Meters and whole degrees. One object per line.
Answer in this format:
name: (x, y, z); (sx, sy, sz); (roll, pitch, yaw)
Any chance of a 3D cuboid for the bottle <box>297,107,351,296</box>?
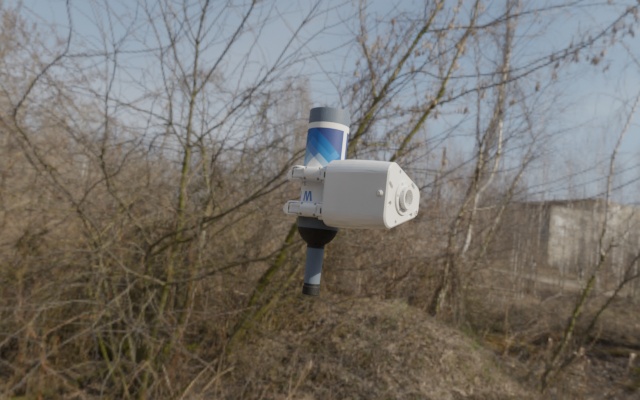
bottle: (0.000, 0.002, 0.766); (0.069, 0.295, 0.069); (6, -4, 0)
